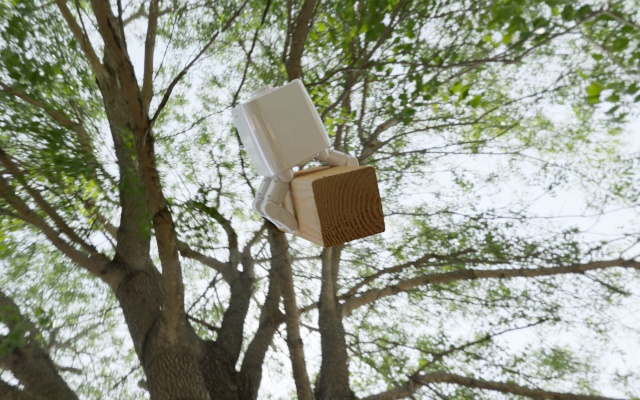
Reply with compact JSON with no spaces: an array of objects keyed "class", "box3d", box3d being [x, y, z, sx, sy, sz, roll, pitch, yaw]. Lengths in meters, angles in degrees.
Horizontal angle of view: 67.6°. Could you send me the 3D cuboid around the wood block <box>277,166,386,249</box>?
[{"class":"wood block","box3d":[0.000,0.002,0.691,0.091,0.090,0.206,-14,9,-19]}]
